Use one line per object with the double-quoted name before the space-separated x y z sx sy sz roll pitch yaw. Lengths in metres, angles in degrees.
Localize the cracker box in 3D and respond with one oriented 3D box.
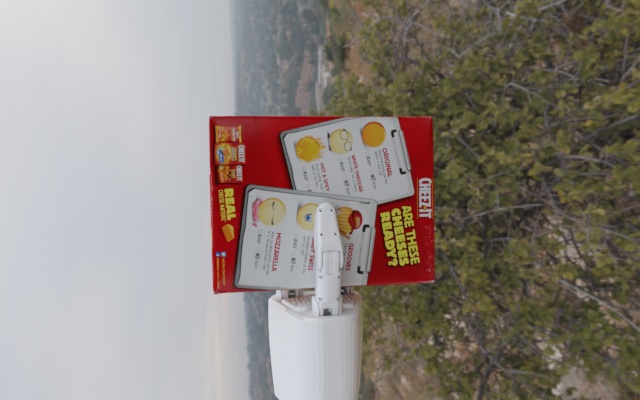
"cracker box" 0.000 0.002 0.476 0.214 0.164 0.072 -2 3 -10
